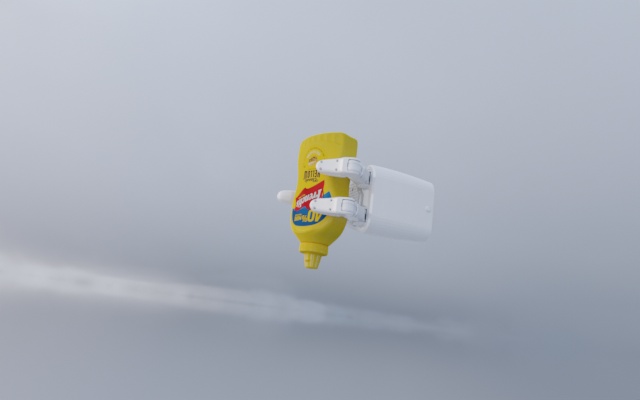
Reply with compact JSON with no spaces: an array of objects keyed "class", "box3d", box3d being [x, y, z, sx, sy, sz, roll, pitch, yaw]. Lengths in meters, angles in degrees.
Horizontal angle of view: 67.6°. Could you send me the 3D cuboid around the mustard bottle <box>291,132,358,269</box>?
[{"class":"mustard bottle","box3d":[0.000,0.002,0.685,0.096,0.191,0.058,-5,-18,43]}]
